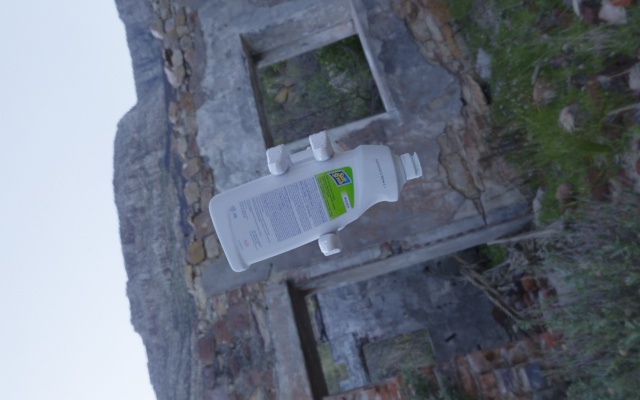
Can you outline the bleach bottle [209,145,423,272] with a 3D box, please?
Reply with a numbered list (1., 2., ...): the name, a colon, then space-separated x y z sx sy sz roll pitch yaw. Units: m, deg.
1. bleach bottle: 0.000 0.002 0.579 0.251 0.102 0.068 -18 13 6
